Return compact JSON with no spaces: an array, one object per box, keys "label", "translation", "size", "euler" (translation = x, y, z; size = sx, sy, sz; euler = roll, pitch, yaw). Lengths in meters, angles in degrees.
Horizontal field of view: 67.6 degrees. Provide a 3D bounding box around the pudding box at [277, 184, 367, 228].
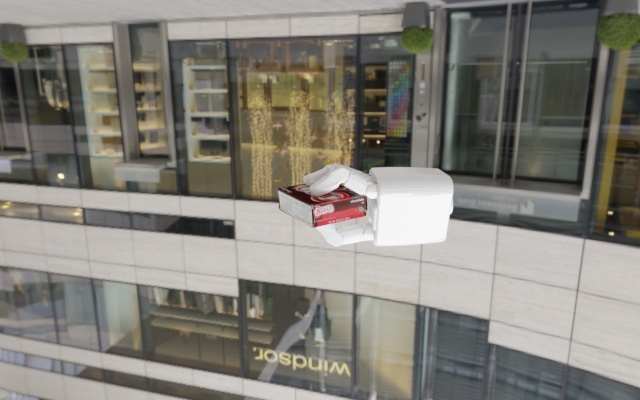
[{"label":"pudding box","translation":[0.000,0.002,0.698],"size":[0.090,0.039,0.113],"euler":[-10,16,-29]}]
